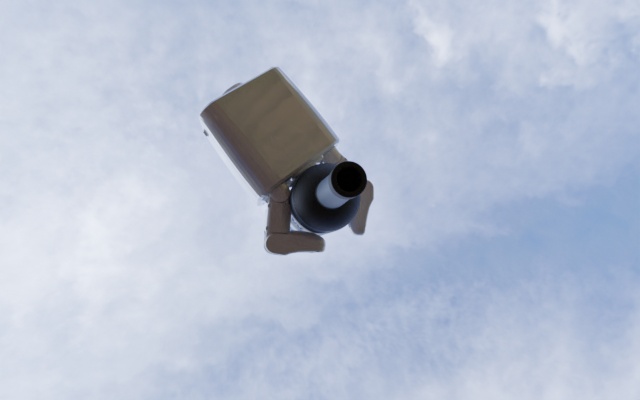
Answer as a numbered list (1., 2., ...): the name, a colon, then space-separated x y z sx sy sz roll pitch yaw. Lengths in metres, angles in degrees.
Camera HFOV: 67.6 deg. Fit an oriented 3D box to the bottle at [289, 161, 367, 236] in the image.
1. bottle: 0.000 0.002 0.493 0.069 0.069 0.296 0 -7 -8
